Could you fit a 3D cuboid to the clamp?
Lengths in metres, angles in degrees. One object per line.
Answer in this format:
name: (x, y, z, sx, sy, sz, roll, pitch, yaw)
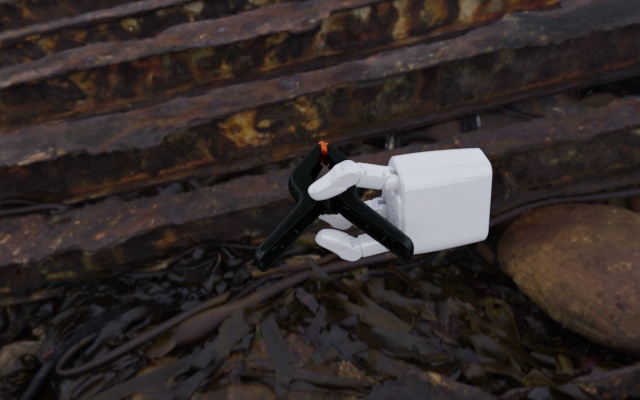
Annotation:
clamp: (0.000, 0.001, 0.555, 0.164, 0.036, 0.209, -8, 41, -6)
